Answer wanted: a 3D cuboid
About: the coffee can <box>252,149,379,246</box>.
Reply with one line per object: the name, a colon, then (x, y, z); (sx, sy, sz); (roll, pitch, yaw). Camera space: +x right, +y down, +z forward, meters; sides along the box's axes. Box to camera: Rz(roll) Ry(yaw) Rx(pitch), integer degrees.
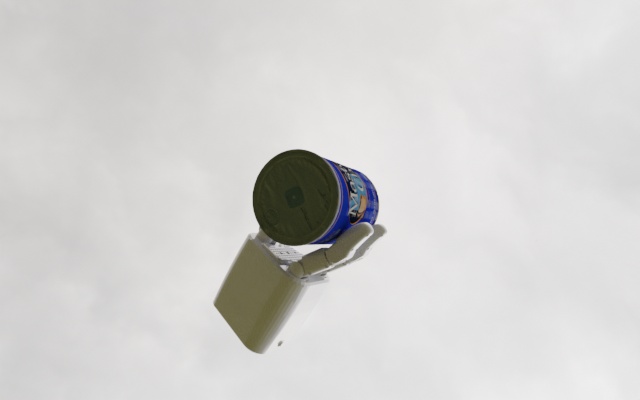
coffee can: (0.000, 0.002, 0.563); (0.103, 0.103, 0.140); (0, -4, 24)
